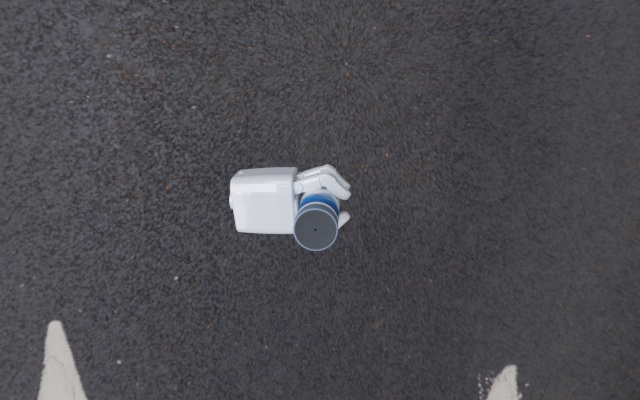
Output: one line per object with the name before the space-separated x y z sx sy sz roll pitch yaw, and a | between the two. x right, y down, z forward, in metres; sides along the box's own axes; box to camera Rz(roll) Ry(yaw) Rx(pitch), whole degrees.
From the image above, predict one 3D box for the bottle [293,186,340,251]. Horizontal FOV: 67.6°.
bottle | 0.000 0.003 0.838 0.069 0.069 0.295 0 16 3
